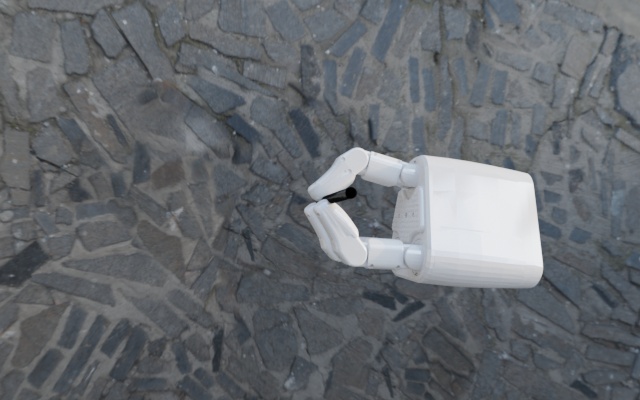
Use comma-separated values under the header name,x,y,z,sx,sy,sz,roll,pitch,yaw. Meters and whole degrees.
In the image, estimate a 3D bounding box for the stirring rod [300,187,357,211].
name,x,y,z,sx,sy,sz,roll,pitch,yaw
stirring rod,0.000,0.001,0.435,0.011,0.011,0.239,0,-3,-10
